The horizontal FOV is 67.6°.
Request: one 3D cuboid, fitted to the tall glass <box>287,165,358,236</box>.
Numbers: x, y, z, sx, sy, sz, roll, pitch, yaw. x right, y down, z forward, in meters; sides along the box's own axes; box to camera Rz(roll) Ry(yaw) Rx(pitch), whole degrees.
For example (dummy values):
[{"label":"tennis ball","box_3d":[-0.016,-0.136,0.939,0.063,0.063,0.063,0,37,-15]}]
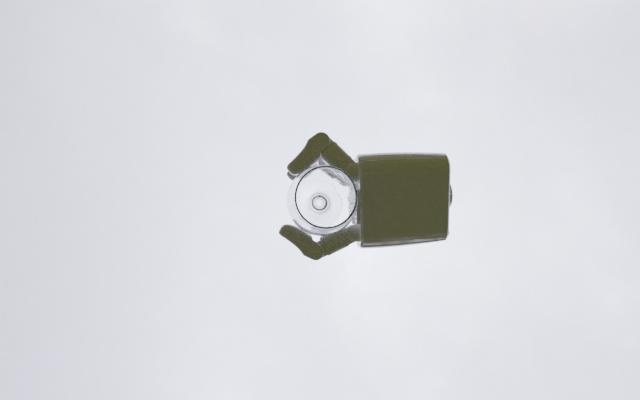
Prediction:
[{"label":"tall glass","box_3d":[0.000,0.002,0.562,0.079,0.079,0.201,0,-3,-3]}]
